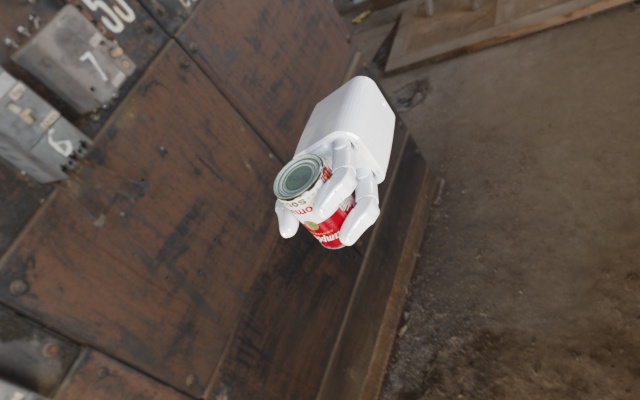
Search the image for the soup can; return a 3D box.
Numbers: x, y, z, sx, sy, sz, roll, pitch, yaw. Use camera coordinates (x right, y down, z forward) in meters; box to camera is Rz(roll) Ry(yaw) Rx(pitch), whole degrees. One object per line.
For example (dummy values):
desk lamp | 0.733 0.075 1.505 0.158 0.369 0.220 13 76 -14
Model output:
soup can | 0.000 0.002 0.564 0.068 0.068 0.102 0 -36 40
